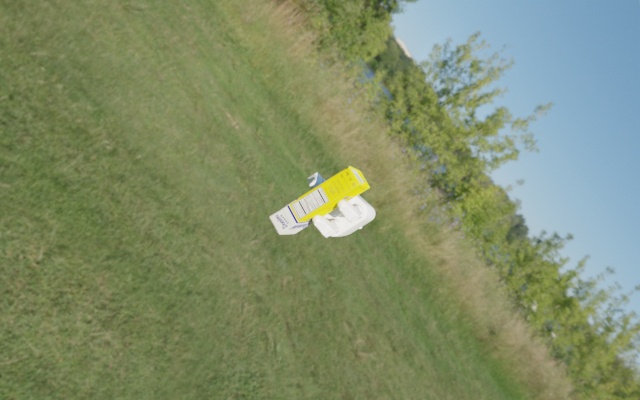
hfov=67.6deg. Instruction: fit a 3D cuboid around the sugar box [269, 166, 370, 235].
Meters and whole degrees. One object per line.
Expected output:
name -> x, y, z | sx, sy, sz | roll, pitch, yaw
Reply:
sugar box -> 0.001, 0.003, 0.885 | 0.176, 0.048, 0.093 | -35, -12, 13
